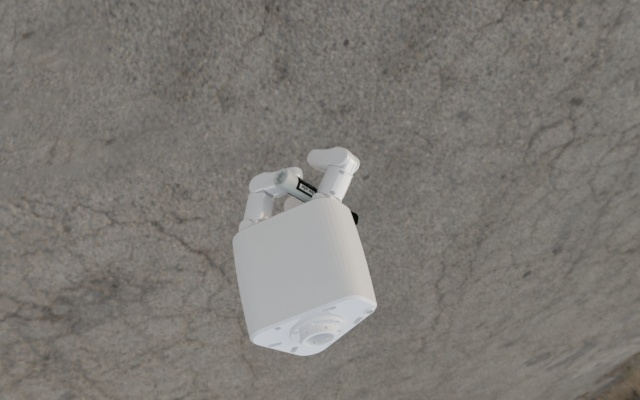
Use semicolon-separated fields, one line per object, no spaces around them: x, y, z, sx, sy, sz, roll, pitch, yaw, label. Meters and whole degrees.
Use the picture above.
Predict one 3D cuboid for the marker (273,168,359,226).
0.000;0.002;0.481;0.020;0.020;0.121;0;-22;41;marker
